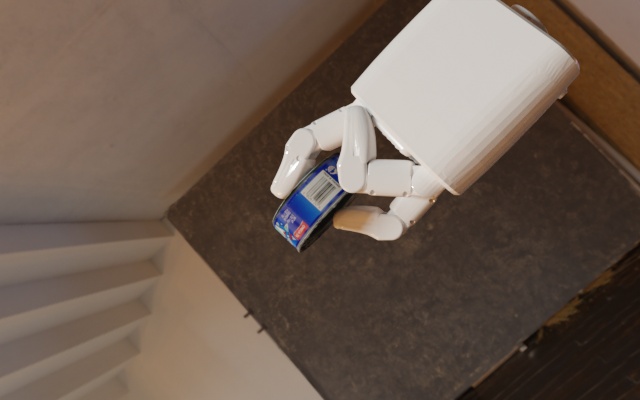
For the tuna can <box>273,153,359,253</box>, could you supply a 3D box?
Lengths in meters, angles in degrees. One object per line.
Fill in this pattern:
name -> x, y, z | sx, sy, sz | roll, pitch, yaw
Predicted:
tuna can -> 0.000, 0.001, 0.401 | 0.034, 0.086, 0.086 | 43, 7, 8
